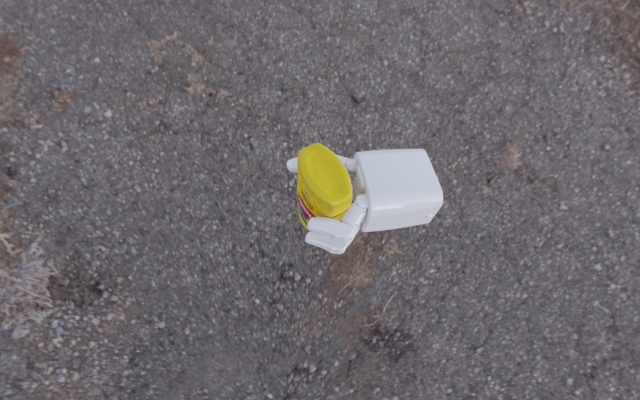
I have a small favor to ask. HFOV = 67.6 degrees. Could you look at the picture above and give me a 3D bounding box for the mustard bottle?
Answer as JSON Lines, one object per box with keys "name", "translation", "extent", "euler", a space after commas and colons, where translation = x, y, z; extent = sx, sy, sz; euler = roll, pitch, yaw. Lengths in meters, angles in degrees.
{"name": "mustard bottle", "translation": [0.000, 0.002, 0.703], "extent": [0.058, 0.096, 0.192], "euler": [-28, -19, -15]}
